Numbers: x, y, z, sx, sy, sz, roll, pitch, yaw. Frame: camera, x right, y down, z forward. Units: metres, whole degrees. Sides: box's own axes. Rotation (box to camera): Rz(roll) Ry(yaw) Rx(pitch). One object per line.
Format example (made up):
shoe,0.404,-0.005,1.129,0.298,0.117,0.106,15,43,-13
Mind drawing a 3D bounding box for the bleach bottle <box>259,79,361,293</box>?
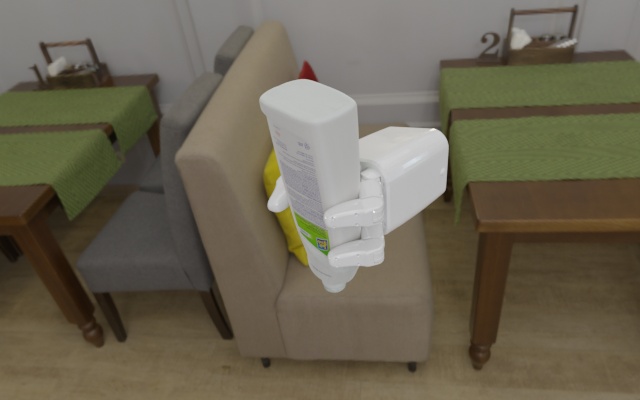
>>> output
bleach bottle,0.000,0.002,0.531,0.068,0.251,0.102,-30,42,-27
